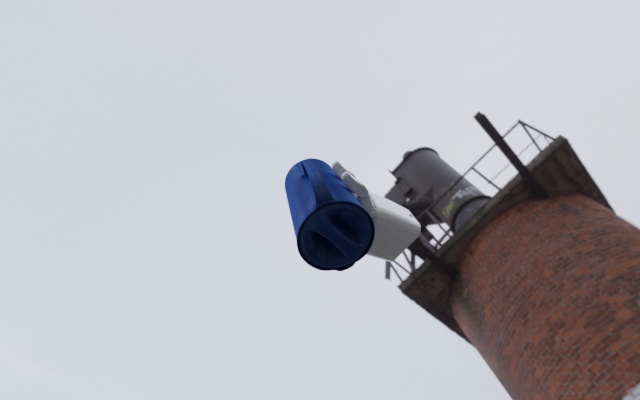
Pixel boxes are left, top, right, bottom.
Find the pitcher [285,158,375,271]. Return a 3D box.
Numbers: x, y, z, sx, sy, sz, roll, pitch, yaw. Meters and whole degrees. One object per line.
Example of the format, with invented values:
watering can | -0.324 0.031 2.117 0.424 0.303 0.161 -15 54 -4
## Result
pitcher | 0.000 0.003 0.882 0.145 0.149 0.242 21 20 -22
